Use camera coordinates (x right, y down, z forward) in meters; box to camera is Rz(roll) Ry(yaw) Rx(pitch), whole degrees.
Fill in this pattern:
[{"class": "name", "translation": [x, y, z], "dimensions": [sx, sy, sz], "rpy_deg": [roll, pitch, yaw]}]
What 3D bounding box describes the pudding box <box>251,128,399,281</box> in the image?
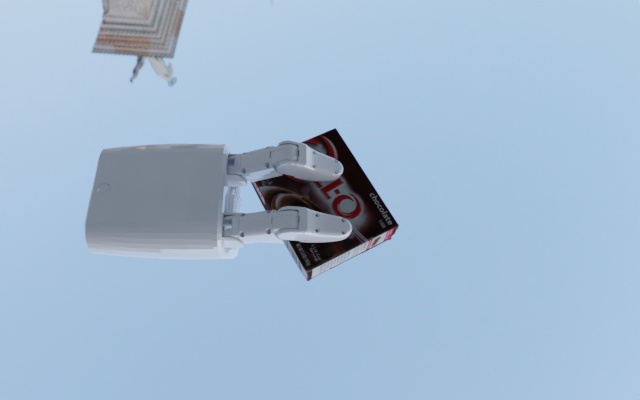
[{"class": "pudding box", "translation": [0.000, 0.001, 0.421], "dimensions": [0.090, 0.113, 0.039], "rpy_deg": [-25, -19, -15]}]
